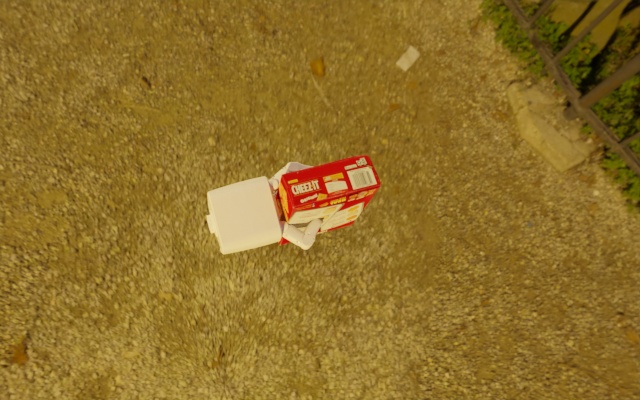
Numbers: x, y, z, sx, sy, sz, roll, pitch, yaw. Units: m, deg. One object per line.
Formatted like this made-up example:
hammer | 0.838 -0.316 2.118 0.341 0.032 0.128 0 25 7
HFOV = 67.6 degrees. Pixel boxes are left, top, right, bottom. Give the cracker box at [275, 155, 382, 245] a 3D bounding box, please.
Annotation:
cracker box | 0.000 0.003 0.894 0.164 0.072 0.214 -15 -18 -16
